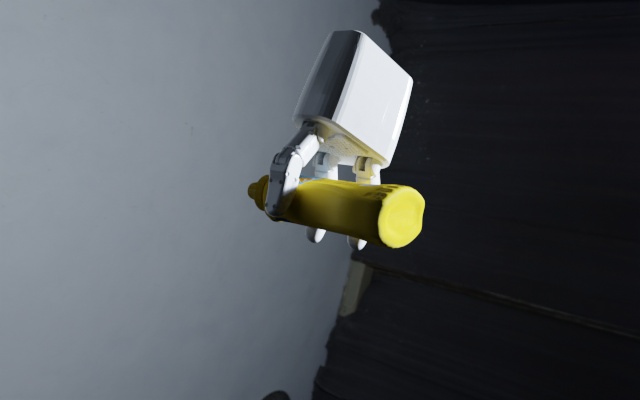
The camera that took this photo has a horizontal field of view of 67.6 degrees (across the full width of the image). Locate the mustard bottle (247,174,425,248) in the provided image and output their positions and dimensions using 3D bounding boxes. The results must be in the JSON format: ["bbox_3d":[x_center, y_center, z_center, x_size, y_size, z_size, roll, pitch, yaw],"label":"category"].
[{"bbox_3d":[0.000,0.002,0.487,0.191,0.058,0.096,11,8,35],"label":"mustard bottle"}]
